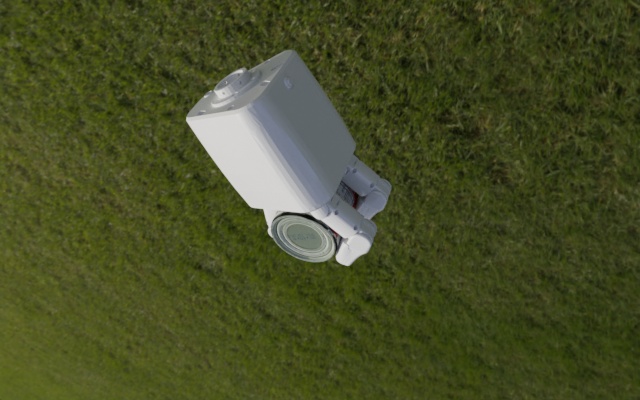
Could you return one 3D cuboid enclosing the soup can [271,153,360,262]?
[{"bbox_3d":[0.000,0.002,0.475,0.068,0.068,0.102,0,43,26],"label":"soup can"}]
